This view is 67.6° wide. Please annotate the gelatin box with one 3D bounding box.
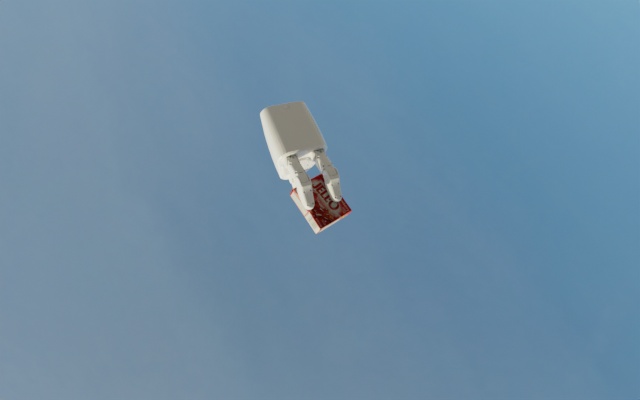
[{"bbox_3d":[0.000,0.003,0.850,0.073,0.089,0.030,-30,-10,-27],"label":"gelatin box"}]
